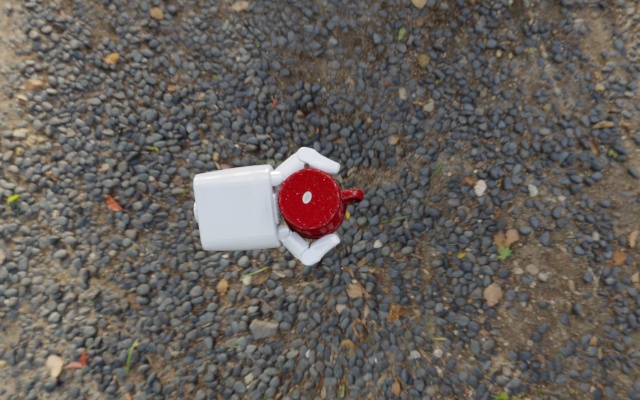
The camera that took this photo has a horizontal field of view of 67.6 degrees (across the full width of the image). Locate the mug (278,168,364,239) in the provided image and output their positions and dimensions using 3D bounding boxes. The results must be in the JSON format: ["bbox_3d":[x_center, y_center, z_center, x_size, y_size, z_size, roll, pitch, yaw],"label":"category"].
[{"bbox_3d":[0.002,0.002,0.639,0.117,0.093,0.081,-6,-8,3],"label":"mug"}]
